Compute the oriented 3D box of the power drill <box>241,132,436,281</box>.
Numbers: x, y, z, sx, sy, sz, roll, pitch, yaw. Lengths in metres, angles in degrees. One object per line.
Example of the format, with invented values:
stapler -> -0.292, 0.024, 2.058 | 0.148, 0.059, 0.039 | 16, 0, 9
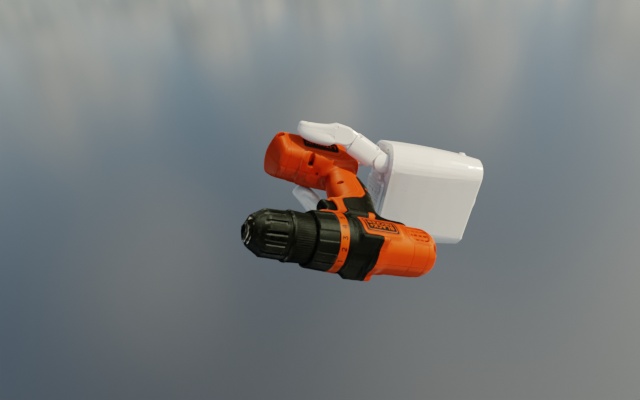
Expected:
power drill -> 0.000, 0.001, 0.466 | 0.184, 0.057, 0.187 | 12, 30, -27
